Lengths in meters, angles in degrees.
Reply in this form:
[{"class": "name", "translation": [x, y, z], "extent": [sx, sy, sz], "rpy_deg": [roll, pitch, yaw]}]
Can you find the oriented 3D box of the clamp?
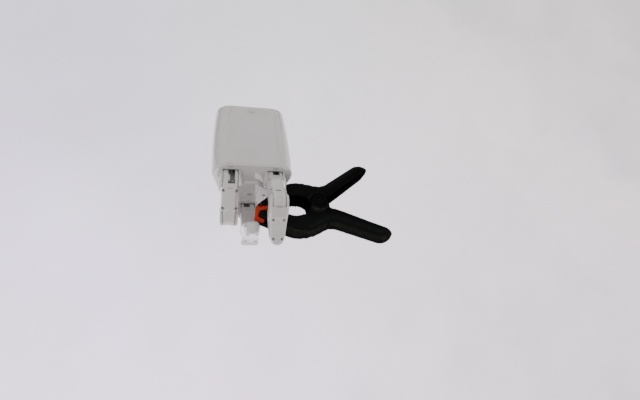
[{"class": "clamp", "translation": [0.000, 0.003, 0.616], "extent": [0.171, 0.120, 0.039], "rpy_deg": [3, -45, -14]}]
